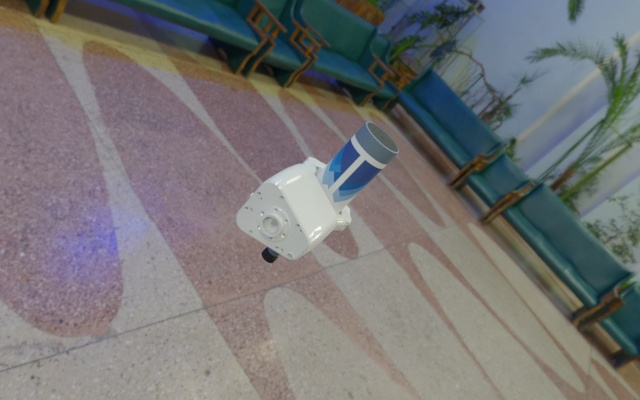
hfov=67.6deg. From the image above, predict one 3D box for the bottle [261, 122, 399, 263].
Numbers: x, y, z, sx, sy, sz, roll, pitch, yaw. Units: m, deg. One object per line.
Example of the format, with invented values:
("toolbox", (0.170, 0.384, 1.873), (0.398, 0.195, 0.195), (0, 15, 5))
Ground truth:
("bottle", (0.000, 0.002, 0.770), (0.296, 0.069, 0.069), (-46, -24, 25))
